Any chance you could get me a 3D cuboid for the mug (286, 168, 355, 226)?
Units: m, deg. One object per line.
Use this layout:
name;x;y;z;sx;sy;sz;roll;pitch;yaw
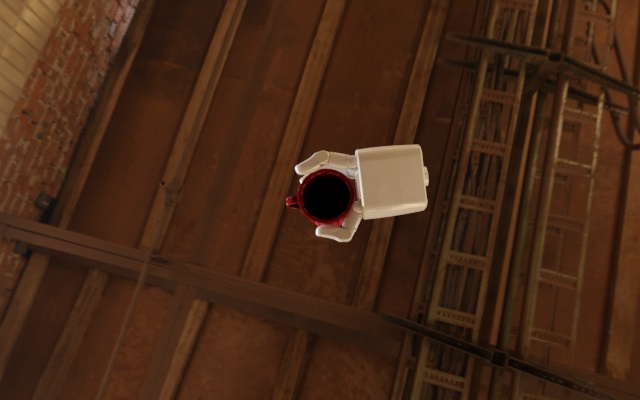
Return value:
mug;-0.001;0.003;0.817;0.117;0.093;0.081;-6;-14;3
